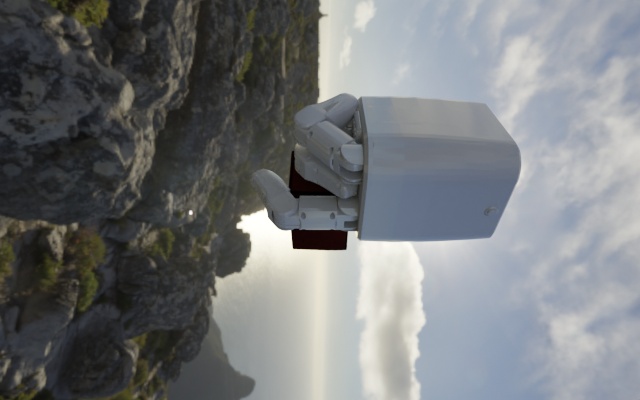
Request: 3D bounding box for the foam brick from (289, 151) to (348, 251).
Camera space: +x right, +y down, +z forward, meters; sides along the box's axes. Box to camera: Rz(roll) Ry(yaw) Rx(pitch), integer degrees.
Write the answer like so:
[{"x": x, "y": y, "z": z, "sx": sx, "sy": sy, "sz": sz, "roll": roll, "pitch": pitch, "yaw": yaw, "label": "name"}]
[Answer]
[{"x": 0.000, "y": 0.001, "z": 0.420, "sx": 0.051, "sy": 0.053, "sz": 0.078, "roll": 1, "pitch": -41, "yaw": 0, "label": "foam brick"}]
